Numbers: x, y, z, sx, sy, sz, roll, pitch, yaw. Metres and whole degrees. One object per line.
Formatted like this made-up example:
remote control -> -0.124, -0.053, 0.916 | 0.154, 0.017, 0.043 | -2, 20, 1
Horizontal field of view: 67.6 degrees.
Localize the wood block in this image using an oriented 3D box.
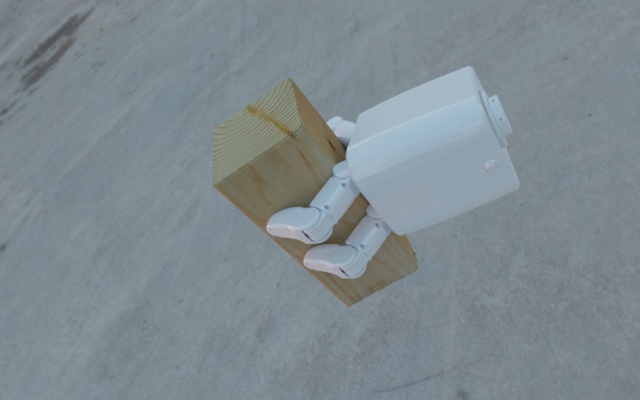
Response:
wood block -> 0.000, 0.001, 0.455 | 0.090, 0.090, 0.206 | -32, -52, 14
